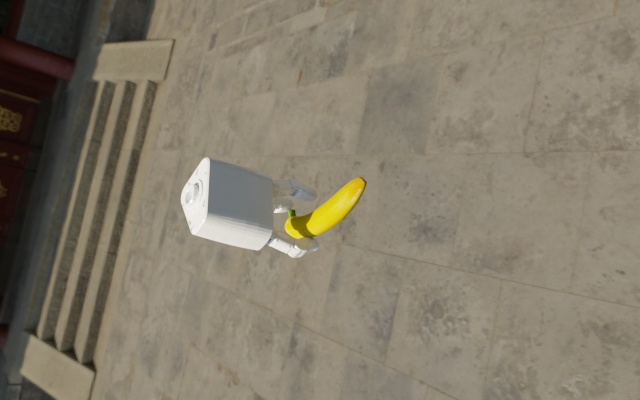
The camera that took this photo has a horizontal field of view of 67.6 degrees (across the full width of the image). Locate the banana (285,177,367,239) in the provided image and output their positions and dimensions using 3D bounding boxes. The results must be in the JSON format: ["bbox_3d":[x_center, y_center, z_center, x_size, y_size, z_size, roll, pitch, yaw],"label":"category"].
[{"bbox_3d":[-0.003,0.021,0.740,0.037,0.069,0.198,18,-26,-34],"label":"banana"}]
